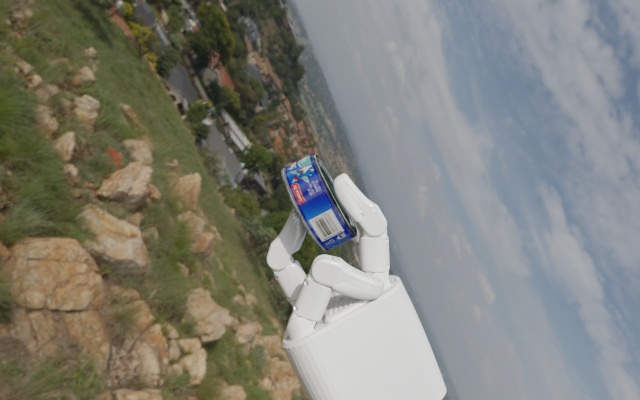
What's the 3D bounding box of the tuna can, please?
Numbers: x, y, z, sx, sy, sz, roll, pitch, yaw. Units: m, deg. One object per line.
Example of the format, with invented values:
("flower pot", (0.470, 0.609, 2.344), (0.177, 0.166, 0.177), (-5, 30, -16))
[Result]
("tuna can", (0.001, 0.001, 0.432), (0.034, 0.086, 0.086), (-28, -4, 7))
